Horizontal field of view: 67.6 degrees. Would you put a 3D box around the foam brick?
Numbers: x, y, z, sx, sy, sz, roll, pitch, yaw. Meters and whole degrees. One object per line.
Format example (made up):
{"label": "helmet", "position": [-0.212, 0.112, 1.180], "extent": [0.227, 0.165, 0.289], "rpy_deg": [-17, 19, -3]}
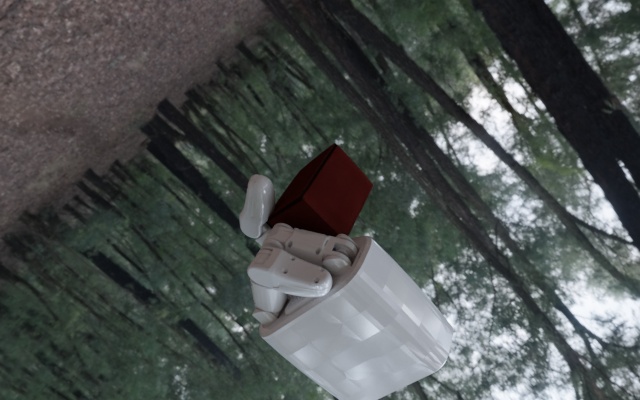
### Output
{"label": "foam brick", "position": [0.000, 0.001, 0.403], "extent": [0.053, 0.051, 0.078], "rpy_deg": [-33, 18, 44]}
